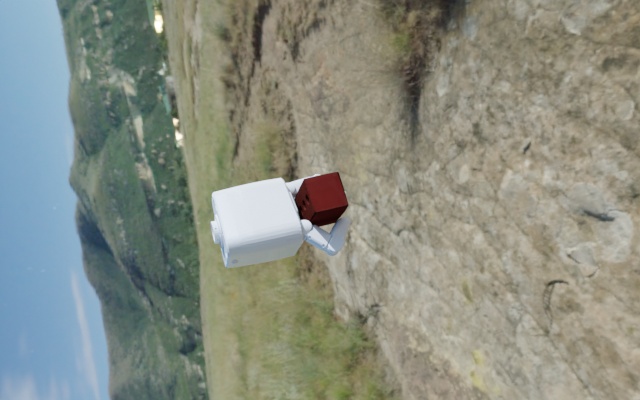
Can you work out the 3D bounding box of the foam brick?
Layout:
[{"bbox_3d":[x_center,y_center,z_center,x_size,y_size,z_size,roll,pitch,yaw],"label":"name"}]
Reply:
[{"bbox_3d":[0.000,0.002,0.677,0.051,0.053,0.078,-11,-19,-18],"label":"foam brick"}]
